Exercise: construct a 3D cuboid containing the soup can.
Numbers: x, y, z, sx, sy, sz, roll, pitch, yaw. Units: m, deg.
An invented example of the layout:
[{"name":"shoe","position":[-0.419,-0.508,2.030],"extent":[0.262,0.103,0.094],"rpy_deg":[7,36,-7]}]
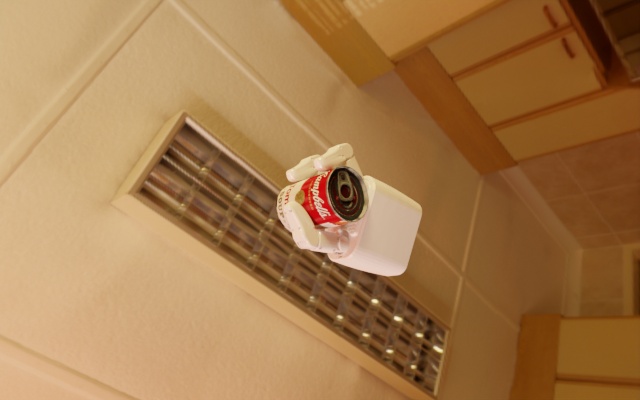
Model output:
[{"name":"soup can","position":[0.000,0.002,0.595],"extent":[0.068,0.068,0.102],"rpy_deg":[0,-11,-42]}]
